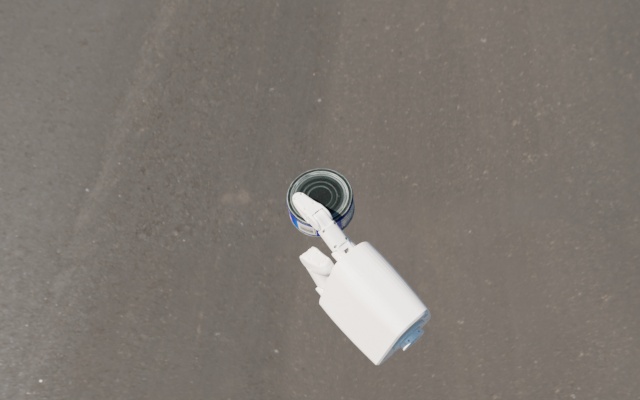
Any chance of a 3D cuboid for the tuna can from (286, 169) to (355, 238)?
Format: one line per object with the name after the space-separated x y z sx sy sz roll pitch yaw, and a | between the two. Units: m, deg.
0.000 0.002 0.609 0.086 0.086 0.034 0 -30 6 | tuna can
